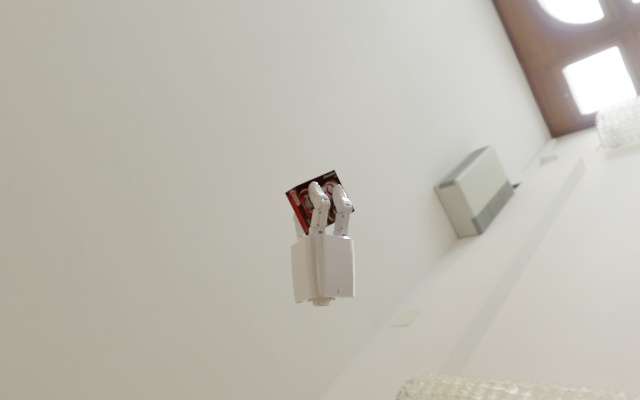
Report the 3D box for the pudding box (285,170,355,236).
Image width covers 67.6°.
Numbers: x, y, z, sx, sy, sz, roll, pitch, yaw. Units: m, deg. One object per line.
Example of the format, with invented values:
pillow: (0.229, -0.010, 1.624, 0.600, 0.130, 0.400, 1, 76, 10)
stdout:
pudding box: (0.000, 0.003, 0.881, 0.113, 0.090, 0.039, -26, 1, -44)
